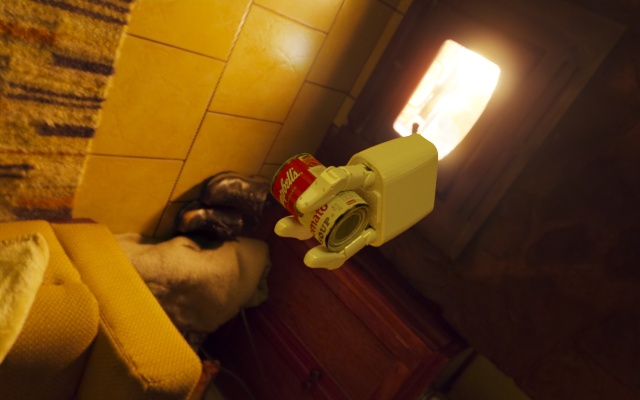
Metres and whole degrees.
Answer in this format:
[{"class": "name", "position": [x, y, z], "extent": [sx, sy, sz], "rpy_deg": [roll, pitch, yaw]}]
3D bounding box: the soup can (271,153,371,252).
[{"class": "soup can", "position": [0.000, 0.002, 0.547], "extent": [0.102, 0.068, 0.068], "rpy_deg": [43, 24, 29]}]
